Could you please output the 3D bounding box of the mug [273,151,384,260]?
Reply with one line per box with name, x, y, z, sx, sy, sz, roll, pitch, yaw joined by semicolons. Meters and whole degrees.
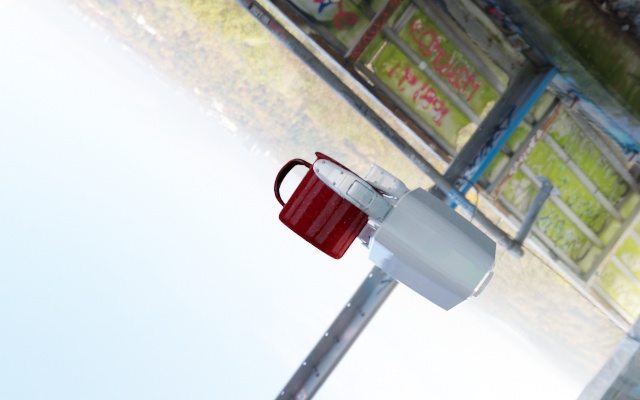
mug;-0.001;0.001;0.503;0.117;0.081;0.093;35;-2;16
